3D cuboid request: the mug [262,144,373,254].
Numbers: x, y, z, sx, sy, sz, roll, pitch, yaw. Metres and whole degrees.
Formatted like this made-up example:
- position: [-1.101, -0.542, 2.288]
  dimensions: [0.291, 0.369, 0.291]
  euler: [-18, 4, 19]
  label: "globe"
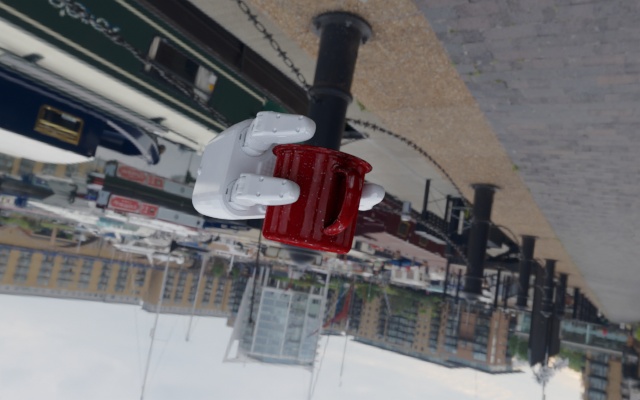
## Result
- position: [0.001, 0.002, 0.418]
  dimensions: [0.093, 0.081, 0.117]
  euler: [15, -8, -29]
  label: "mug"
